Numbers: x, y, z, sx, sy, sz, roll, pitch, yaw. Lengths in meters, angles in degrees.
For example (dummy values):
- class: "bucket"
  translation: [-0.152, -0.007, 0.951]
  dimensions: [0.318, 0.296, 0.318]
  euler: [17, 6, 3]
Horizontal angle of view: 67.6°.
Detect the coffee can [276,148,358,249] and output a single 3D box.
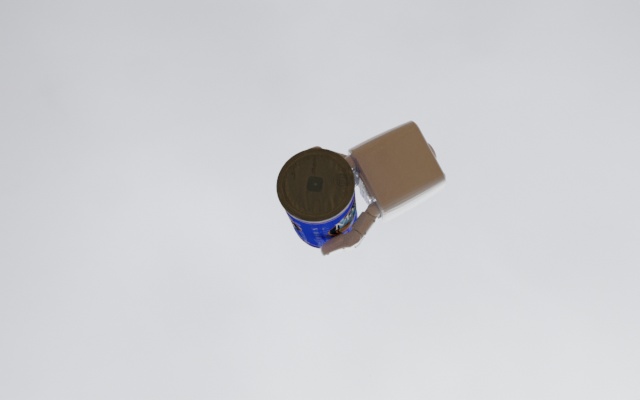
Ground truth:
- class: "coffee can"
  translation: [0.000, 0.002, 0.678]
  dimensions: [0.103, 0.102, 0.140]
  euler: [0, -20, 6]
